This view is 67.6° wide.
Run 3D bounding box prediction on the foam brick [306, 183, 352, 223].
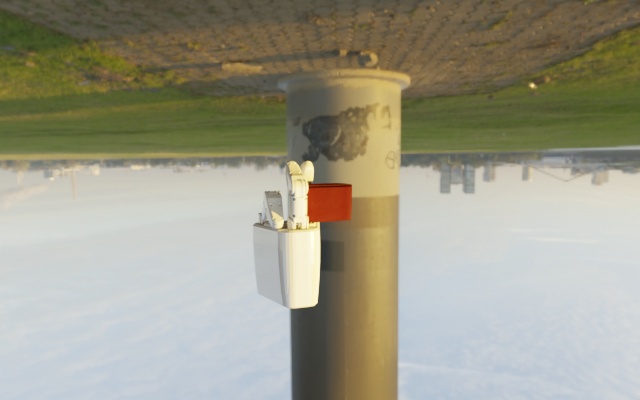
[{"bbox_3d":[0.000,0.002,0.680,0.078,0.051,0.053,-3,5,-17],"label":"foam brick"}]
